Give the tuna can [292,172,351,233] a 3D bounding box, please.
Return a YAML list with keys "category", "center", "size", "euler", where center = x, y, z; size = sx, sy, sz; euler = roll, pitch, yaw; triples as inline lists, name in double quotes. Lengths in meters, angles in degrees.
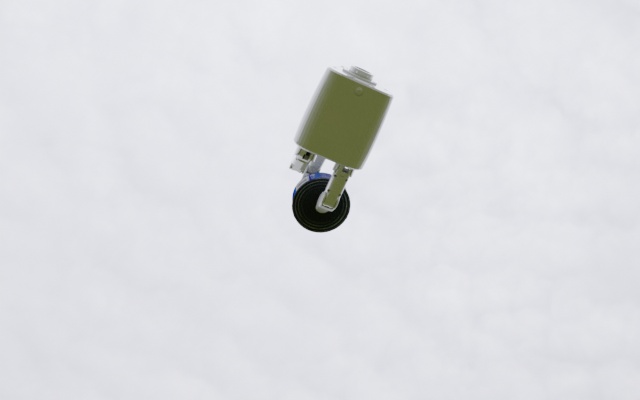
- category: "tuna can"
  center: [0.000, 0.002, 0.707]
  size: [0.086, 0.086, 0.033]
  euler: [0, 22, -4]
